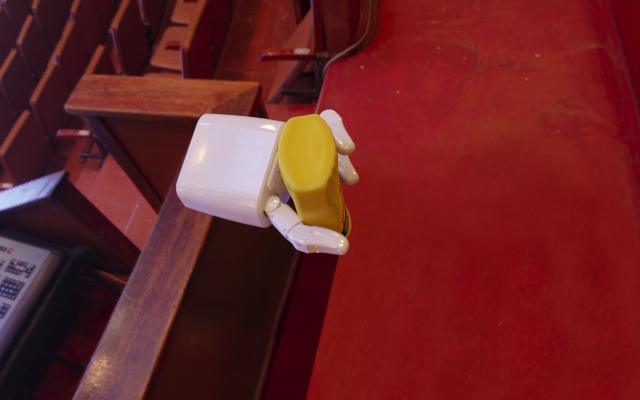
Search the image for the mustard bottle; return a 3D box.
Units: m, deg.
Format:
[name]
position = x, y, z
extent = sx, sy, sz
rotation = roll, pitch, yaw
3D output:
[mustard bottle]
position = 0.000, 0.002, 0.533
extent = 0.058, 0.096, 0.192
rotation = -10, -34, 4
